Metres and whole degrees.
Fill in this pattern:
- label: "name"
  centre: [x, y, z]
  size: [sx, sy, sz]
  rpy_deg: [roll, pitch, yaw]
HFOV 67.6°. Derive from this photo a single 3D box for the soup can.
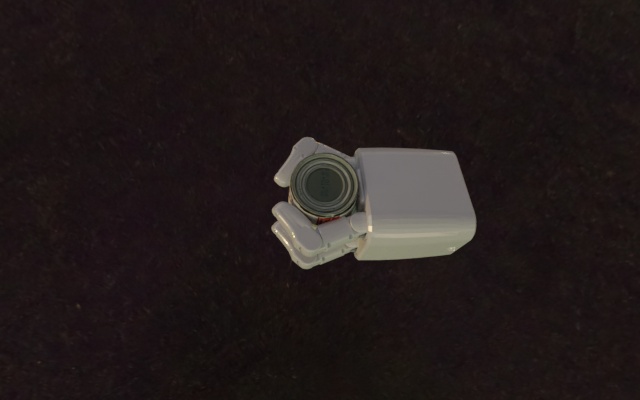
- label: "soup can"
  centre: [0.000, 0.001, 0.496]
  size: [0.068, 0.068, 0.102]
  rpy_deg: [0, -20, -5]
